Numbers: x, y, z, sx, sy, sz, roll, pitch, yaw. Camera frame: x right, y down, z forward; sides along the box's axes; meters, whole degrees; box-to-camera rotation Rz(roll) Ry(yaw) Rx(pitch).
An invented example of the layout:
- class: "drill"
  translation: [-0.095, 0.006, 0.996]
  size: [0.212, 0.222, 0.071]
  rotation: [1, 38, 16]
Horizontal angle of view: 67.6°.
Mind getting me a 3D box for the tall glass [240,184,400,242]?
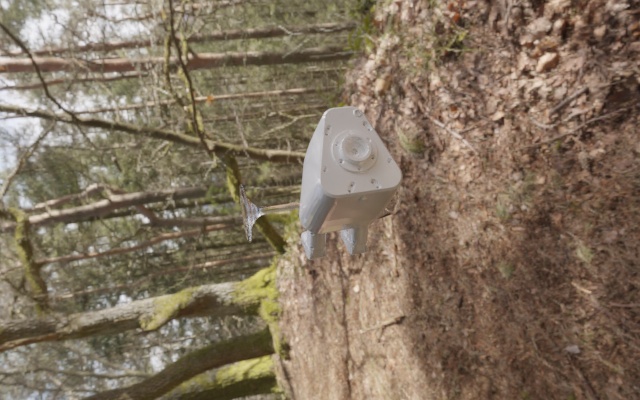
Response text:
- class: "tall glass"
  translation: [-0.001, 0.002, 0.625]
  size: [0.201, 0.079, 0.079]
  rotation: [-8, 2, -15]
